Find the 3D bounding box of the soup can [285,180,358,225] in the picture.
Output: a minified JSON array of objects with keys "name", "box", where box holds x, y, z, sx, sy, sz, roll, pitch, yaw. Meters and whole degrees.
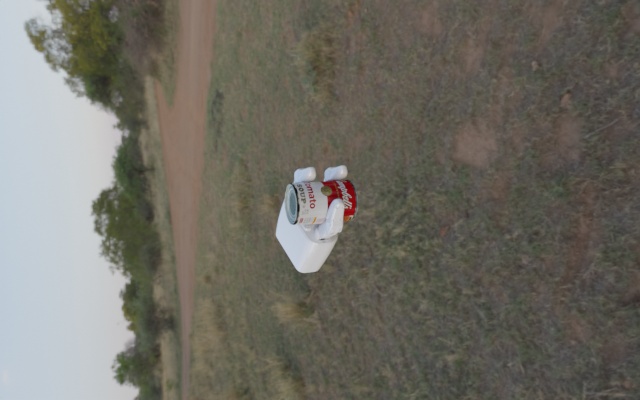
[{"name":"soup can","box":[0.000,0.002,0.766,0.102,0.068,0.068,-4,1,-21]}]
